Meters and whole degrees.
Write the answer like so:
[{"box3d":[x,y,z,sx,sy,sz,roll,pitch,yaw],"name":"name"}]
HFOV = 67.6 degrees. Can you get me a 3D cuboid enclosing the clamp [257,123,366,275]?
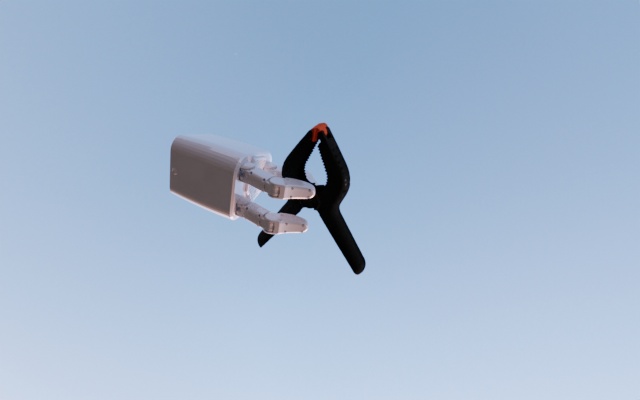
[{"box3d":[0.000,0.001,0.645,0.164,0.210,0.036,19,30,12],"name":"clamp"}]
